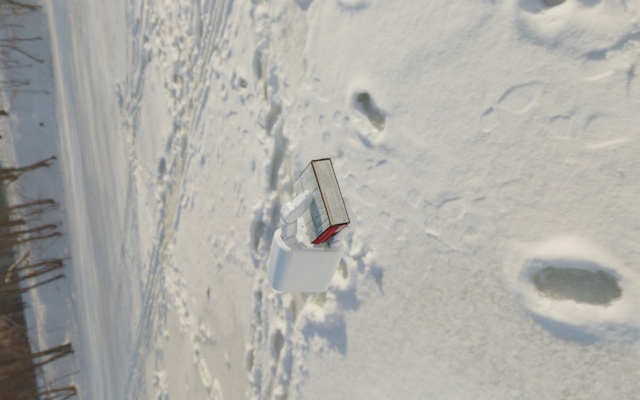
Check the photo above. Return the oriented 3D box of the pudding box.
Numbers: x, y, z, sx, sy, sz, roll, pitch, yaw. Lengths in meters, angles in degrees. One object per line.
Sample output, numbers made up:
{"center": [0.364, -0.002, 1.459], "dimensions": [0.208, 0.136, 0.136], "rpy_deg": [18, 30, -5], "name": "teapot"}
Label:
{"center": [0.000, 0.003, 0.754], "dimensions": [0.039, 0.113, 0.090], "rpy_deg": [-10, -18, -27], "name": "pudding box"}
